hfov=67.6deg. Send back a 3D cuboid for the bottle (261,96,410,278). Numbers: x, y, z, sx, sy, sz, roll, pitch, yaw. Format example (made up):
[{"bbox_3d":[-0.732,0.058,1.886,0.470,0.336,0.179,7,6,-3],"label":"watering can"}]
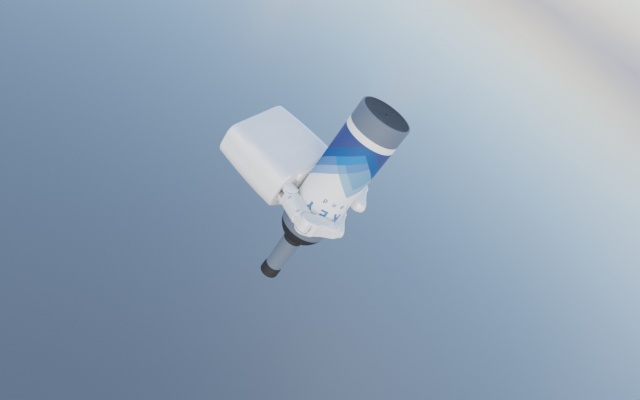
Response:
[{"bbox_3d":[0.000,0.002,0.620,0.069,0.069,0.296,0,-43,-45],"label":"bottle"}]
